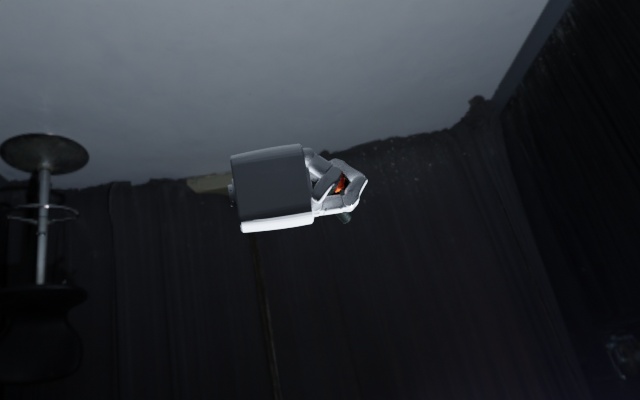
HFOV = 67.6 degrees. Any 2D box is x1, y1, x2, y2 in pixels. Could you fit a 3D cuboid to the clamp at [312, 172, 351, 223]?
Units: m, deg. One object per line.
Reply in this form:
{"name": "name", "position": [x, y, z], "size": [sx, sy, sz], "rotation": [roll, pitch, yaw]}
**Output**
{"name": "clamp", "position": [0.000, 0.003, 0.784], "size": [0.120, 0.039, 0.171], "rotation": [-9, -24, -8]}
